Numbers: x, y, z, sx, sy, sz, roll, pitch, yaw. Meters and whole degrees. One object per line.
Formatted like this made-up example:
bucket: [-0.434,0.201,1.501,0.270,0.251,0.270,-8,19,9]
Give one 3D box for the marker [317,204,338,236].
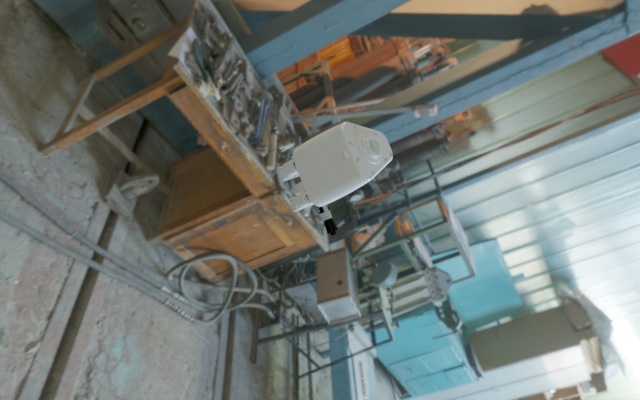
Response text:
marker: [0.000,0.003,0.816,0.020,0.121,0.020,-22,-4,-2]
